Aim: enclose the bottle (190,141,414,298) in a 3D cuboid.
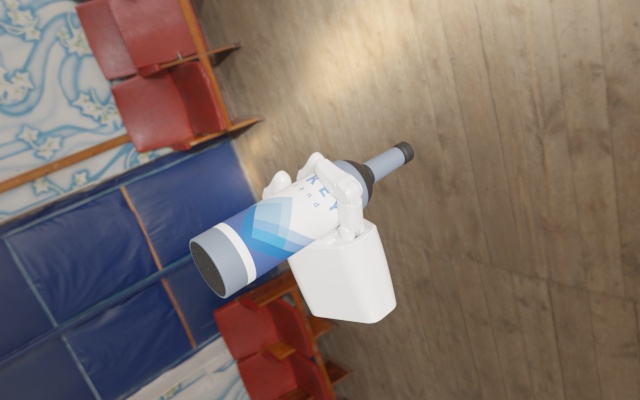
[{"bbox_3d":[0.000,0.002,0.536,0.295,0.069,0.069,-31,16,-30],"label":"bottle"}]
